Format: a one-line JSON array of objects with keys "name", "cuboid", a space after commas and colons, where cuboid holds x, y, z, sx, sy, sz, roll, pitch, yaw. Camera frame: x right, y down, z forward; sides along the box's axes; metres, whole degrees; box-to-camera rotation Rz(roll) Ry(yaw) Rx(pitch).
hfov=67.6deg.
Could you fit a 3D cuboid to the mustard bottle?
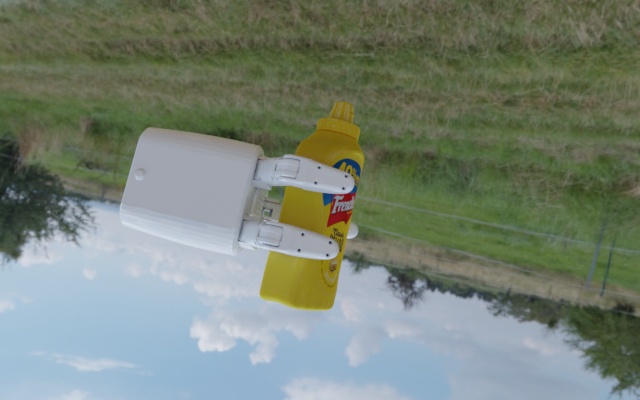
[{"name": "mustard bottle", "cuboid": [0.000, 0.002, 0.440, 0.058, 0.191, 0.096, 10, -8, 26]}]
